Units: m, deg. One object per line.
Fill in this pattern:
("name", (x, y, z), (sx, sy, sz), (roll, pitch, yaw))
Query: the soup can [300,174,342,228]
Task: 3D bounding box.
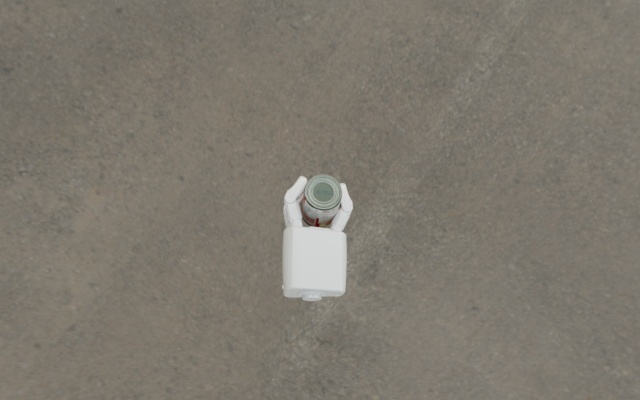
("soup can", (0.000, 0.002, 0.858), (0.068, 0.068, 0.102), (0, -20, -6))
